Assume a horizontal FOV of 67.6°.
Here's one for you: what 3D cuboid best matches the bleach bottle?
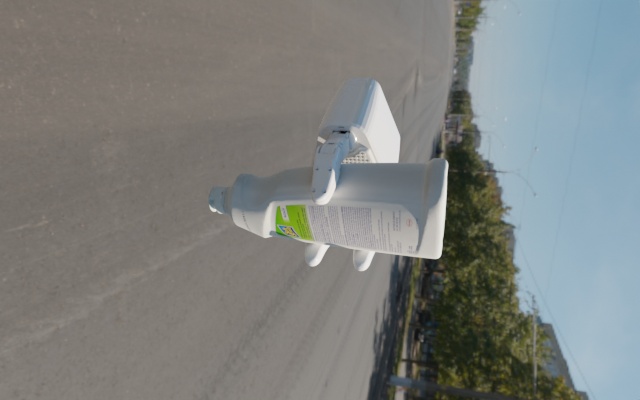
[{"bbox_3d":[0.000,0.002,0.497,0.251,0.103,0.068,5,44,16],"label":"bleach bottle"}]
